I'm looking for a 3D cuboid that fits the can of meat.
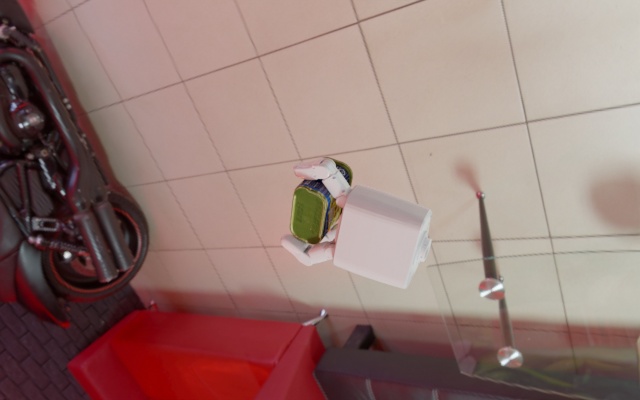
[{"bbox_3d":[0.000,0.002,0.689,0.057,0.102,0.084,22,41,17],"label":"can of meat"}]
